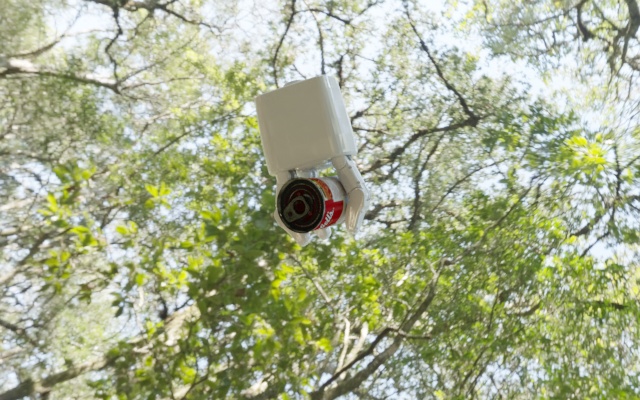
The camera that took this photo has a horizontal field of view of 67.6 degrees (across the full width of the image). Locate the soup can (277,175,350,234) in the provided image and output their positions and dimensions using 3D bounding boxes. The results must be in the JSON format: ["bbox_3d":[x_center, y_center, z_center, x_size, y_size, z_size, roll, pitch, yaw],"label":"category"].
[{"bbox_3d":[0.000,0.002,0.614,0.068,0.068,0.102,0,5,30],"label":"soup can"}]
